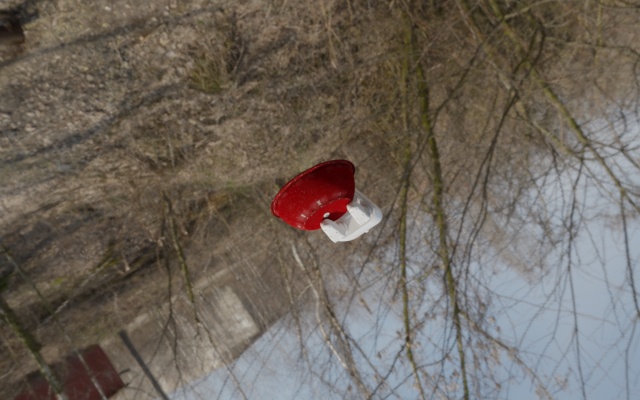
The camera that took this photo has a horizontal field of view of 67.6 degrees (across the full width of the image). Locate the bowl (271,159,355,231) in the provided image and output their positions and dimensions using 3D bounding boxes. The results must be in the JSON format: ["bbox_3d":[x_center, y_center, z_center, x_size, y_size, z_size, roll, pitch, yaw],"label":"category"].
[{"bbox_3d":[0.000,0.003,0.802,0.162,0.055,0.162,-25,-23,-12],"label":"bowl"}]
